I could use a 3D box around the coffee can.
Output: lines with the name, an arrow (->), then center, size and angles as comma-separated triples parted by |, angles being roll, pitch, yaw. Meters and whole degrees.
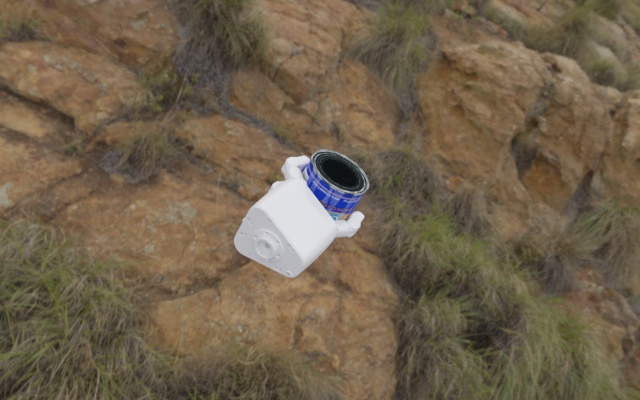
coffee can -> 0.000, 0.003, 0.781 | 0.103, 0.102, 0.140 | 0, -44, -39
